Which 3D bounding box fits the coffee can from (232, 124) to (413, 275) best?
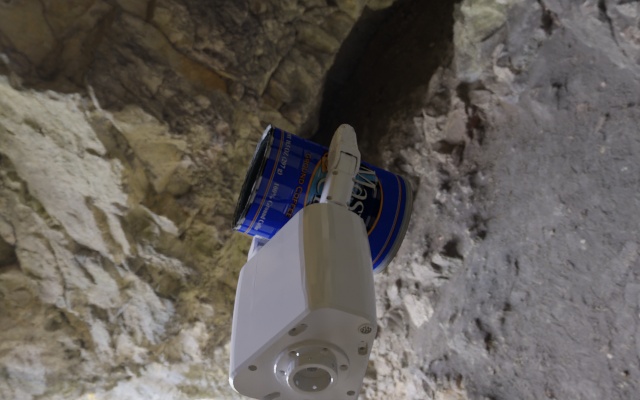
[{"bbox_3d":[0.000,0.001,0.451,0.140,0.103,0.103,20,-5,-14],"label":"coffee can"}]
